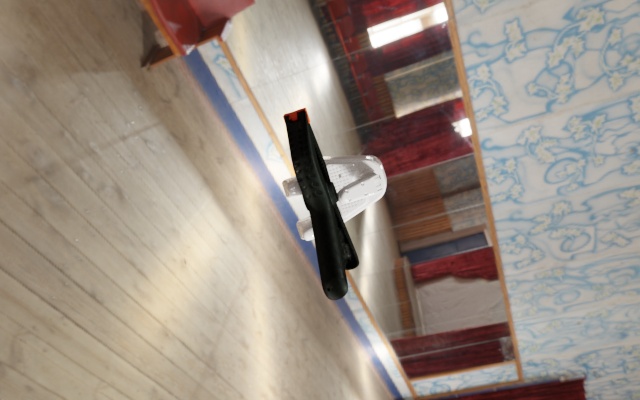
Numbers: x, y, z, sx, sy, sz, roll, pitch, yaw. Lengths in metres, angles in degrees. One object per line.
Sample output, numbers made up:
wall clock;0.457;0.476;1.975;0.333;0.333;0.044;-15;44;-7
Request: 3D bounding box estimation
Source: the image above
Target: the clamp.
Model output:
clamp;0.001;0.001;0.529;0.036;0.210;0.164;-17;7;8
